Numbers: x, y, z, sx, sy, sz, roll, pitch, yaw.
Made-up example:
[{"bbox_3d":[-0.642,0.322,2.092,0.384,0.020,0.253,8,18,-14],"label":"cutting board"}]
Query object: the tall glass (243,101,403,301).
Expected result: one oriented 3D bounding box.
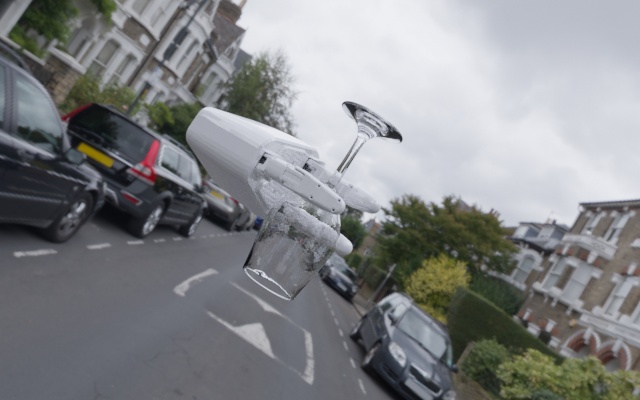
[{"bbox_3d":[0.001,0.001,0.491,0.079,0.201,0.079,32,-4,2],"label":"tall glass"}]
